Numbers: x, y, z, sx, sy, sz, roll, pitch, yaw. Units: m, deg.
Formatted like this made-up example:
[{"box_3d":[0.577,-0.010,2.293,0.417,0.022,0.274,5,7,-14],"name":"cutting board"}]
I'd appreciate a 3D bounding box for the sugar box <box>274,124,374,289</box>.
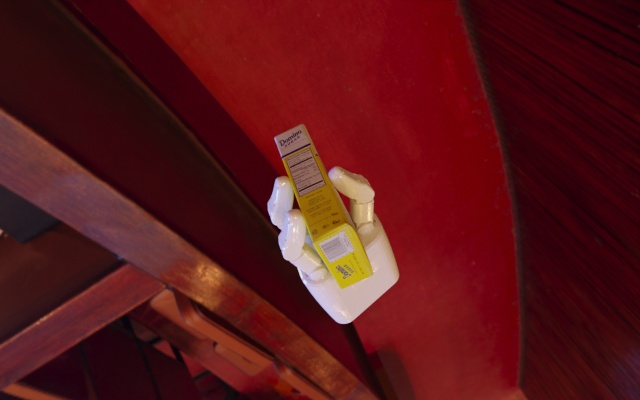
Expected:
[{"box_3d":[0.000,0.002,0.535,0.048,0.176,0.093,-27,-45,0],"name":"sugar box"}]
